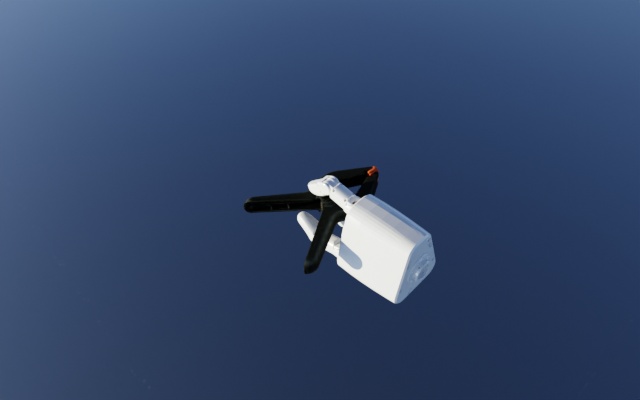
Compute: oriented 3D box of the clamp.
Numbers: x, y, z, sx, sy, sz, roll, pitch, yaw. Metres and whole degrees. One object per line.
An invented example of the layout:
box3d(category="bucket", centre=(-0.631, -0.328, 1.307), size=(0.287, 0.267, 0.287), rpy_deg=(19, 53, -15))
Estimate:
box3d(category="clamp", centre=(0.001, 0.002, 0.721), size=(0.164, 0.036, 0.210), rpy_deg=(36, 58, 30))
